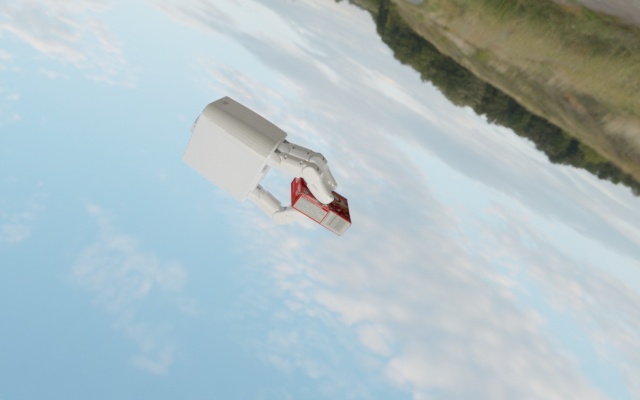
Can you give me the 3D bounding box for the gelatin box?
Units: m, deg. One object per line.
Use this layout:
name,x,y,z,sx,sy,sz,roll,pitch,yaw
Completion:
gelatin box,0.000,0.003,0.682,0.089,0.030,0.073,32,22,-18
